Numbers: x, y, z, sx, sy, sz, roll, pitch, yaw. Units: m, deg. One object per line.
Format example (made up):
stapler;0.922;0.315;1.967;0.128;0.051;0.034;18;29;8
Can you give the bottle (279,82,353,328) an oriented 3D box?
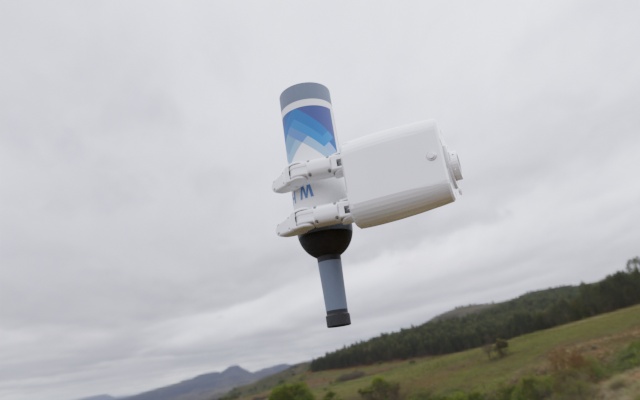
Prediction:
bottle;0.000;0.002;0.577;0.069;0.295;0.069;-8;-18;-3
